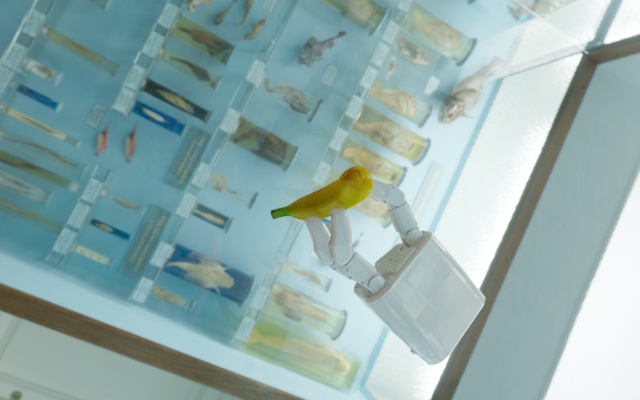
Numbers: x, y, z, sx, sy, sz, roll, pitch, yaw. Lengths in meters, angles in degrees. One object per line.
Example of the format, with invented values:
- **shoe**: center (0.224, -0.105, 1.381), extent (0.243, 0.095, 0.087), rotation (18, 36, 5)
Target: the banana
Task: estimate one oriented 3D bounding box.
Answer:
- **banana**: center (0.013, -0.003, 0.534), extent (0.069, 0.037, 0.198), rotation (-21, -4, -32)
